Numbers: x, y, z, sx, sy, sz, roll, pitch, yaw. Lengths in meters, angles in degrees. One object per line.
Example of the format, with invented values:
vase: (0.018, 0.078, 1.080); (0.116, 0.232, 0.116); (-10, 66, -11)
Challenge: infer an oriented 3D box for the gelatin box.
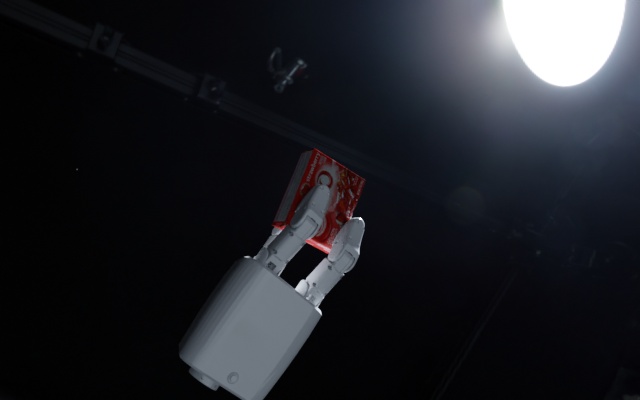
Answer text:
gelatin box: (0.000, 0.001, 0.502); (0.073, 0.089, 0.030); (30, -18, -27)
